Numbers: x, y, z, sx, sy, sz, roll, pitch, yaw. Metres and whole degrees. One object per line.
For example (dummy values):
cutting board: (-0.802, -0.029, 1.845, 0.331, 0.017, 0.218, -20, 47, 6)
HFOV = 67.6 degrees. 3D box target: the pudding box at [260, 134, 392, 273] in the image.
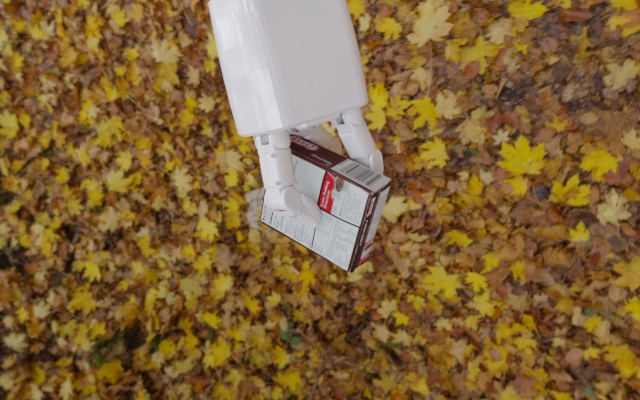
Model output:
pudding box: (0.000, 0.001, 0.444, 0.113, 0.090, 0.039, 29, 34, 25)
